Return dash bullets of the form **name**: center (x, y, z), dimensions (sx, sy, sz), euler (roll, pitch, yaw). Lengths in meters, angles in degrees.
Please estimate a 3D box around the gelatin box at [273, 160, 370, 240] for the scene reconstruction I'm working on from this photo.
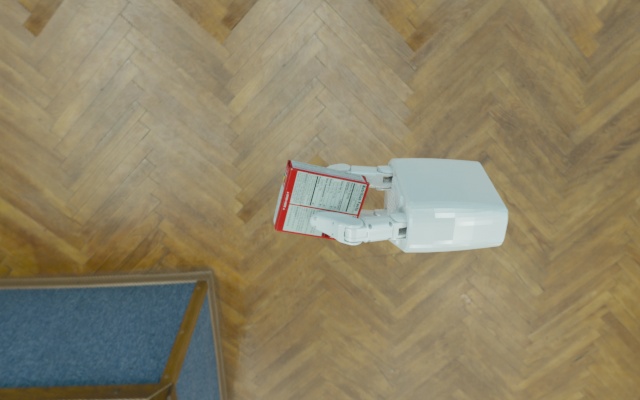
- **gelatin box**: center (0.000, 0.002, 0.514), dimensions (0.089, 0.073, 0.030), euler (10, 22, -15)
